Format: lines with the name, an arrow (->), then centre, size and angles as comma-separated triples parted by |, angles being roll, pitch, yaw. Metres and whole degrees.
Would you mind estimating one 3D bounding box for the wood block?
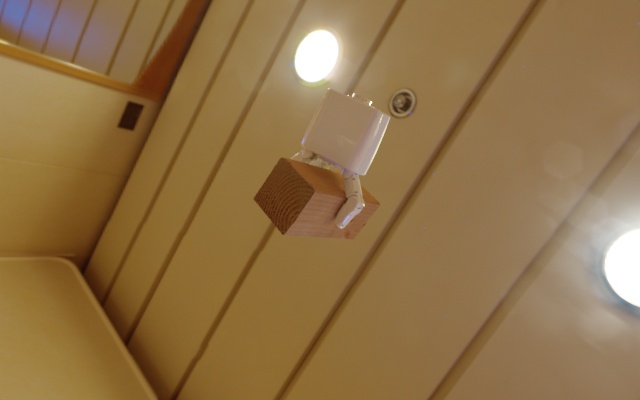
wood block -> 0.001, 0.003, 0.813 | 0.090, 0.090, 0.206 | 47, 20, 30
